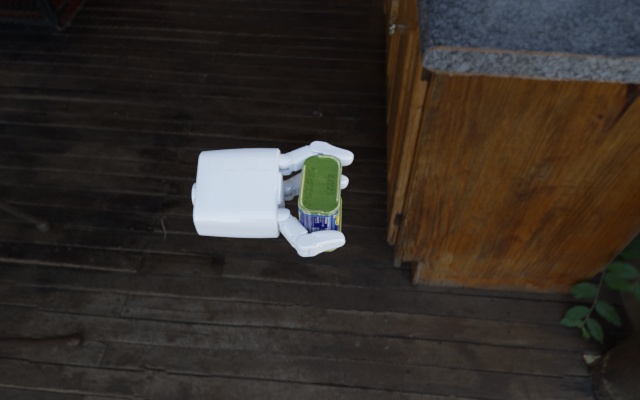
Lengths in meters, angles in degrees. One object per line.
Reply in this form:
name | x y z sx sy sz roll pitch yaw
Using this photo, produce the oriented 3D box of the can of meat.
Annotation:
can of meat | 0.000 0.002 0.630 0.057 0.102 0.084 2 -38 2
